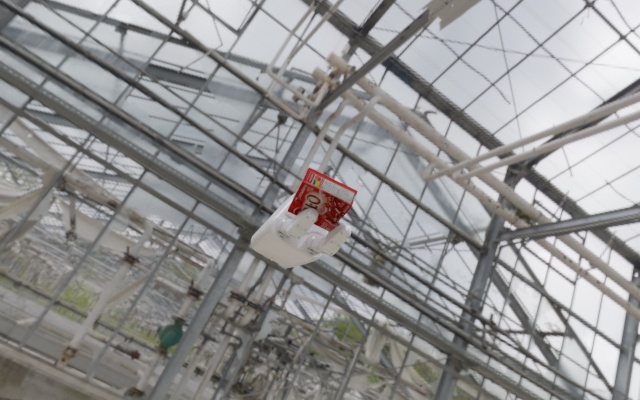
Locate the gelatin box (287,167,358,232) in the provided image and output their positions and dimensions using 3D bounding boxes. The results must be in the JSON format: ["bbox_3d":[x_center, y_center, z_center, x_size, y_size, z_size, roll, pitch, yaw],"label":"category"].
[{"bbox_3d":[0.000,0.002,0.656,0.073,0.030,0.089,26,-33,-4],"label":"gelatin box"}]
